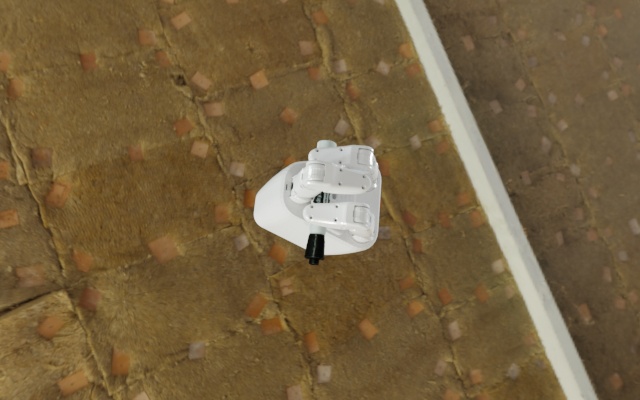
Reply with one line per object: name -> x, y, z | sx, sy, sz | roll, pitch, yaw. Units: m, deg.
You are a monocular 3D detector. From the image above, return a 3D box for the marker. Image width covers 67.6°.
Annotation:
marker -> 0.000, 0.001, 0.458 | 0.020, 0.121, 0.020 | 6, -14, 1
